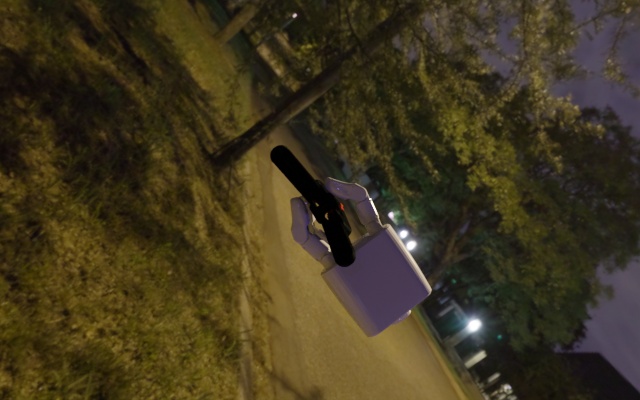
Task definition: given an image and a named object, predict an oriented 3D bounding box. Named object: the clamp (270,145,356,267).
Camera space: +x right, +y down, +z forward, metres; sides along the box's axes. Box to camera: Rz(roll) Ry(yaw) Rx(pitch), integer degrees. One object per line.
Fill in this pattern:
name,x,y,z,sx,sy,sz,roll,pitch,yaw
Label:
clamp,0.001,0.002,0.642,0.036,0.164,0.210,-33,-2,7
